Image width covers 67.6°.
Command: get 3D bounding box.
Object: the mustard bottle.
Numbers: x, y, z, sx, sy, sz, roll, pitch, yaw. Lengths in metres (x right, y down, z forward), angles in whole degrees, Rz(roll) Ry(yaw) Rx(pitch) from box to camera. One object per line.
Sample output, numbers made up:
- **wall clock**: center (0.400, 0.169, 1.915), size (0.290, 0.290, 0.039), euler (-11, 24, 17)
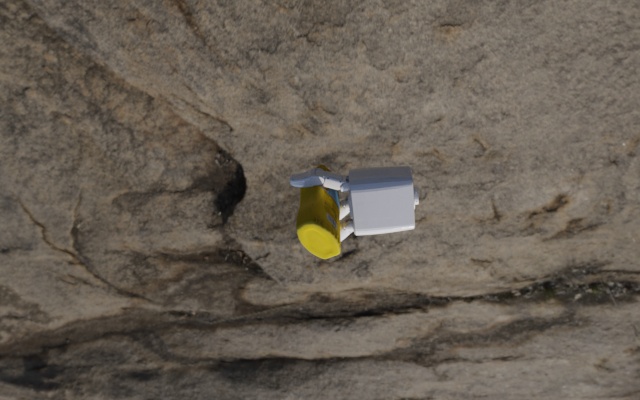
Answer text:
- **mustard bottle**: center (0.000, 0.003, 0.846), size (0.058, 0.191, 0.096), euler (-24, -52, 23)
